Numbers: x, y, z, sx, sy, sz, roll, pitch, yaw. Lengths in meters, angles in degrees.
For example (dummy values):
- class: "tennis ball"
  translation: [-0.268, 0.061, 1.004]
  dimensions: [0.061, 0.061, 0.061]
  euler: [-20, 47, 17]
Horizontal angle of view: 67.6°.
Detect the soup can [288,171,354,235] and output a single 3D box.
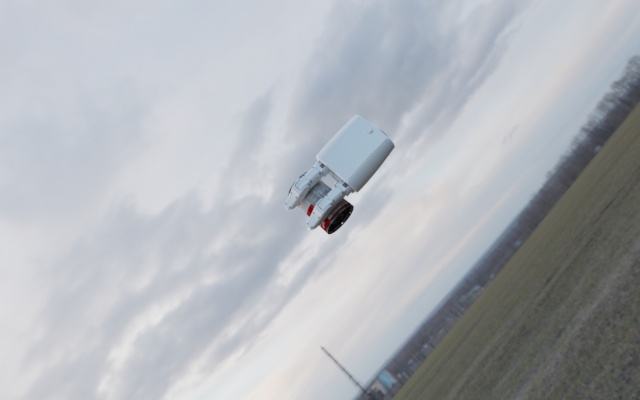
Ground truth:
- class: "soup can"
  translation: [0.000, 0.003, 0.858]
  dimensions: [0.102, 0.068, 0.068]
  euler: [42, 16, 19]
